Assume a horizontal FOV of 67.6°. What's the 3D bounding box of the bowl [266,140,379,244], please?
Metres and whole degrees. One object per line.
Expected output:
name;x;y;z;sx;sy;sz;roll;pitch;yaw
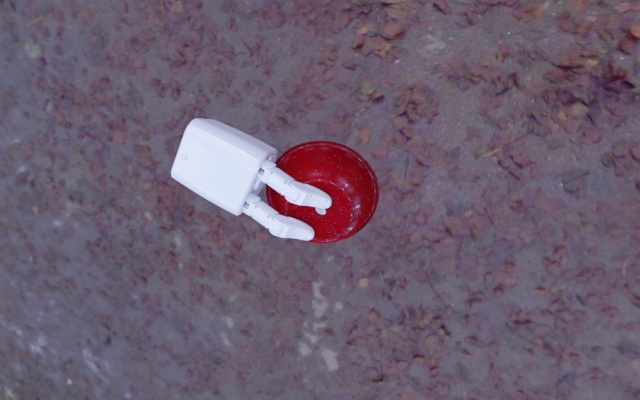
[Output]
bowl;0.001;0.003;0.657;0.162;0.162;0.055;0;27;5
